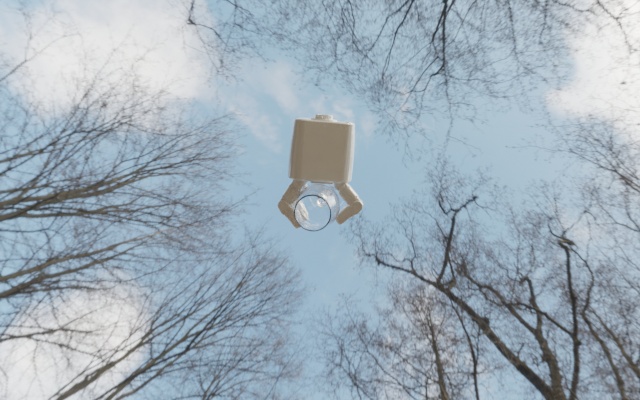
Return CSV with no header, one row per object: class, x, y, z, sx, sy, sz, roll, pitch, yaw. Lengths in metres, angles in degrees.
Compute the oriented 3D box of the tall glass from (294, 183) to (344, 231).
tall glass,0.000,0.003,0.873,0.079,0.079,0.201,0,11,8
